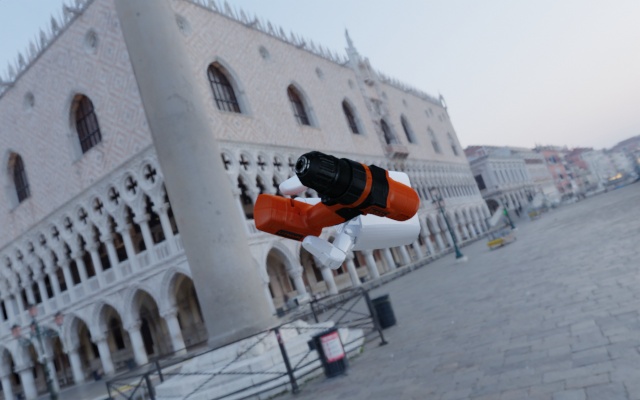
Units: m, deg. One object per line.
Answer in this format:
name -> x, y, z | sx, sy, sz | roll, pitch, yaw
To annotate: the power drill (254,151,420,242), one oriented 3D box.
power drill -> 0.000, 0.002, 0.593 | 0.184, 0.057, 0.188 | 20, -26, -39
